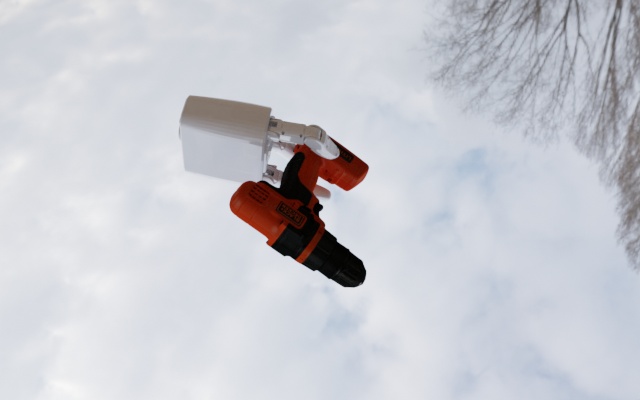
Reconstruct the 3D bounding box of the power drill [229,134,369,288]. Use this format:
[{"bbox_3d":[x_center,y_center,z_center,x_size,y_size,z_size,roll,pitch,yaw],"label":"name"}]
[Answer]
[{"bbox_3d":[0.000,0.002,0.608,0.057,0.184,0.187,-48,8,42],"label":"power drill"}]
